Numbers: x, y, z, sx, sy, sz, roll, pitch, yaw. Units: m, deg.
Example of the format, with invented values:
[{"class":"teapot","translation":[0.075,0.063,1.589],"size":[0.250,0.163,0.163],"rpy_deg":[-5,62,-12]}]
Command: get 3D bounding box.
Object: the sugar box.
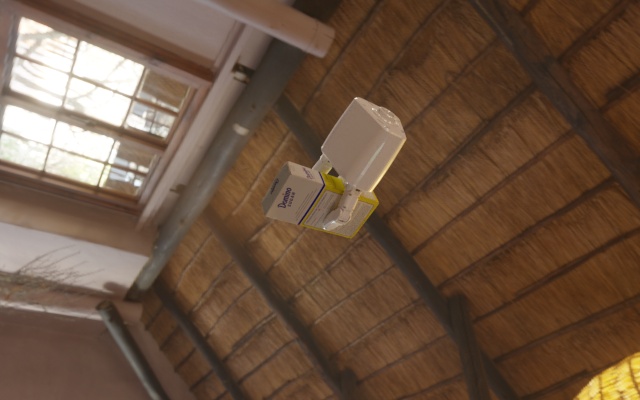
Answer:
[{"class":"sugar box","translation":[0.000,0.002,0.802],"size":[0.176,0.093,0.048],"rpy_deg":[19,31,-28]}]
